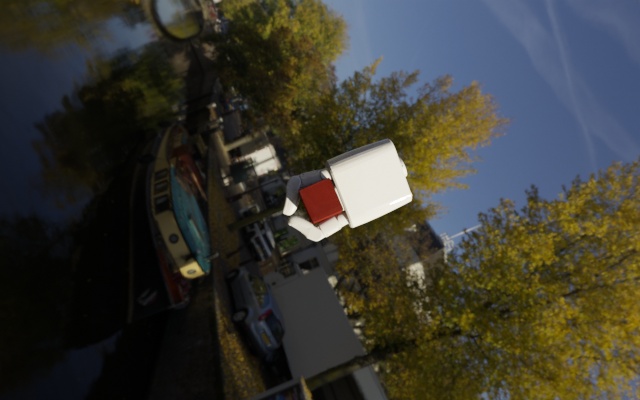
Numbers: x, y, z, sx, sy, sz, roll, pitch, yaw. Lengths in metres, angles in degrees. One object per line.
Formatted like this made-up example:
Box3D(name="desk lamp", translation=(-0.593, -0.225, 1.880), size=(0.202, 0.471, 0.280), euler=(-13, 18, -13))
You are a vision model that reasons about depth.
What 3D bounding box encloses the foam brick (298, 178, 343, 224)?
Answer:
Box3D(name="foam brick", translation=(0.000, 0.002, 0.725), size=(0.051, 0.053, 0.078), euler=(-22, -4, -2))
